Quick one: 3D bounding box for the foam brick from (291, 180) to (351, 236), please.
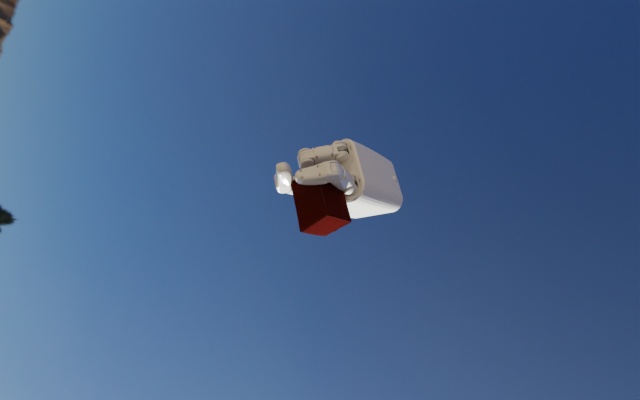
[{"bbox_3d":[0.000,0.002,0.648,0.053,0.078,0.051,-31,-32,32],"label":"foam brick"}]
